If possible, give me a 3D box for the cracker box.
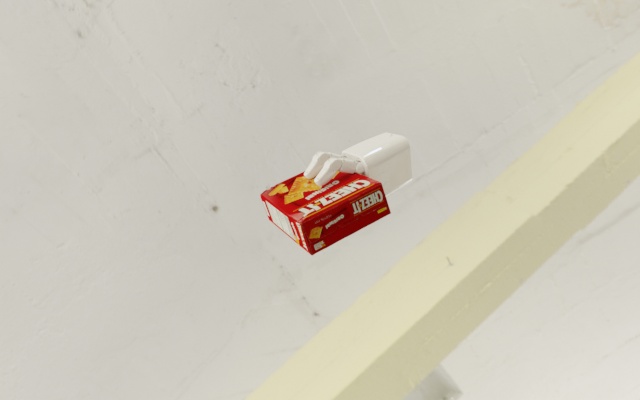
[{"bbox_3d":[0.000,0.003,0.884,0.164,0.072,0.213,-27,24,-17],"label":"cracker box"}]
